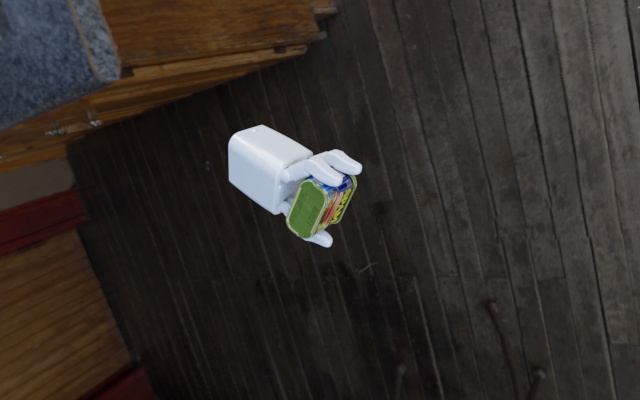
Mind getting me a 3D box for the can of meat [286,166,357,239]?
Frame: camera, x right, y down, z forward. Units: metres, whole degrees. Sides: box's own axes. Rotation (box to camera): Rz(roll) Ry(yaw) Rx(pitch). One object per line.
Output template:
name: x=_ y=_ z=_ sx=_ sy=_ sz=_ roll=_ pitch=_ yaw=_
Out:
can of meat: x=0.000 y=0.003 z=0.736 sx=0.057 sy=0.102 sz=0.084 roll=36 pitch=35 yaw=18
